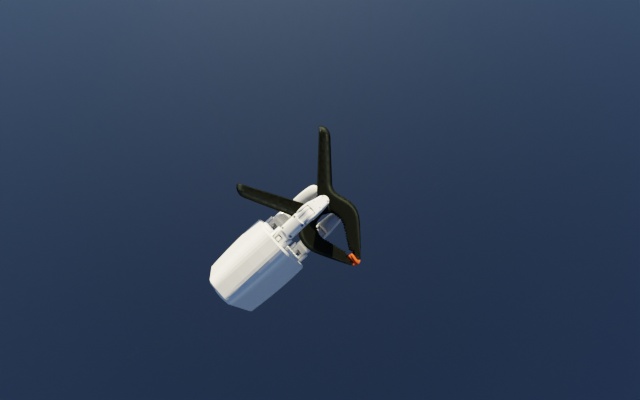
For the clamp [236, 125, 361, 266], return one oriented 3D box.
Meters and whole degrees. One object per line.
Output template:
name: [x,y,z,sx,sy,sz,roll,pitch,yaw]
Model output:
clamp: [0.000,0.003,0.711,0.164,0.210,0.036,-42,-5,-2]
